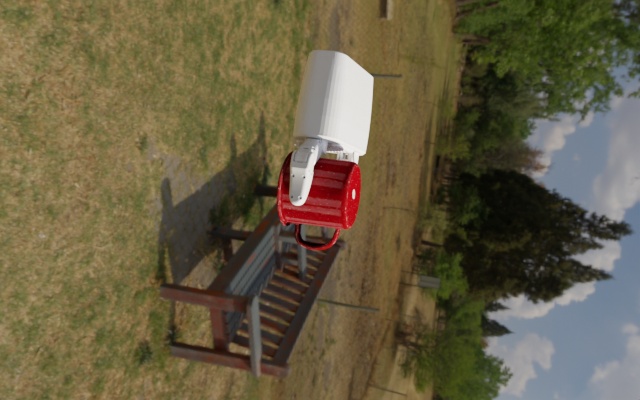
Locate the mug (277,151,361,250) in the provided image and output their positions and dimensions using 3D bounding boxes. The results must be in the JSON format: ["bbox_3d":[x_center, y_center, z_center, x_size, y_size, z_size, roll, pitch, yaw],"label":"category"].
[{"bbox_3d":[0.000,0.003,0.576,0.081,0.117,0.093,7,-1,15],"label":"mug"}]
